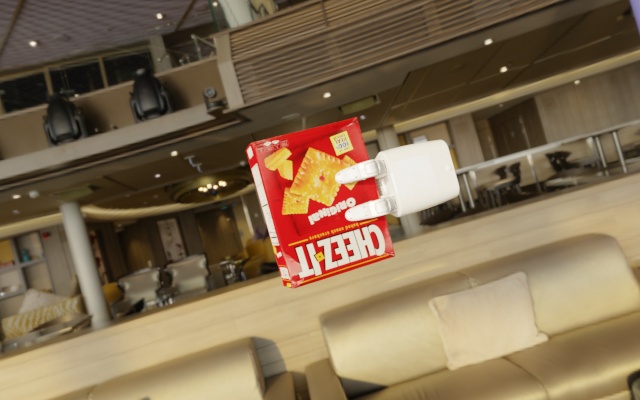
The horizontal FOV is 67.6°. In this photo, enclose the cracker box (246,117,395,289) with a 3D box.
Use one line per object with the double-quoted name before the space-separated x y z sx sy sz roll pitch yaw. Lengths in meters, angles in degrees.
"cracker box" 0.000 0.002 0.699 0.164 0.213 0.072 -15 -1 -16
